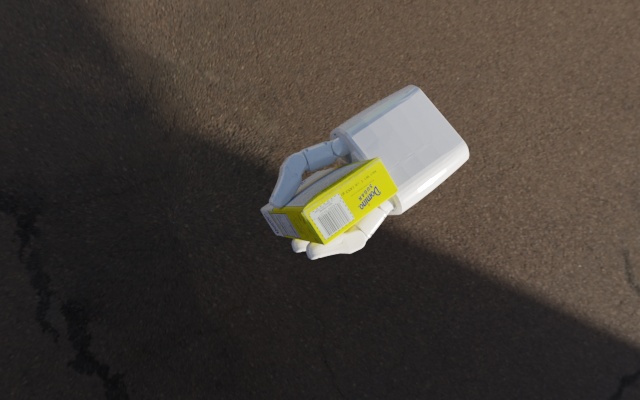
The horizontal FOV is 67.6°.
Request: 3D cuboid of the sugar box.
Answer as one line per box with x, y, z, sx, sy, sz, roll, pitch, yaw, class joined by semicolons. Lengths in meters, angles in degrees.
0.001;0.002;0.513;0.093;0.048;0.176;-34;7;-16;sugar box
